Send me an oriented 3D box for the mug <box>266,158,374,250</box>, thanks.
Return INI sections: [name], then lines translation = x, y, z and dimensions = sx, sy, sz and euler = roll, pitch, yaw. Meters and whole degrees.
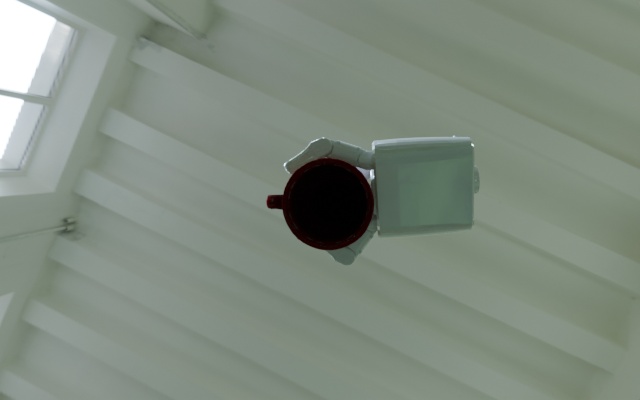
[mug]
translation = -0.001, 0.002, 0.519
dimensions = 0.117, 0.093, 0.081
euler = -2, 4, 7
